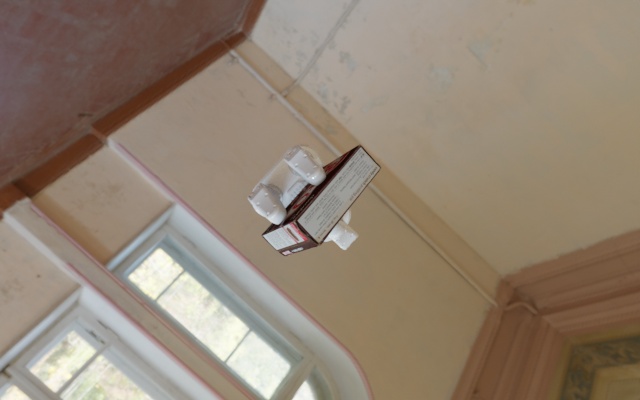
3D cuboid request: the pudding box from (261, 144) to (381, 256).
[{"bbox_3d":[0.000,0.002,0.488,0.039,0.113,0.090,43,-27,-10],"label":"pudding box"}]
